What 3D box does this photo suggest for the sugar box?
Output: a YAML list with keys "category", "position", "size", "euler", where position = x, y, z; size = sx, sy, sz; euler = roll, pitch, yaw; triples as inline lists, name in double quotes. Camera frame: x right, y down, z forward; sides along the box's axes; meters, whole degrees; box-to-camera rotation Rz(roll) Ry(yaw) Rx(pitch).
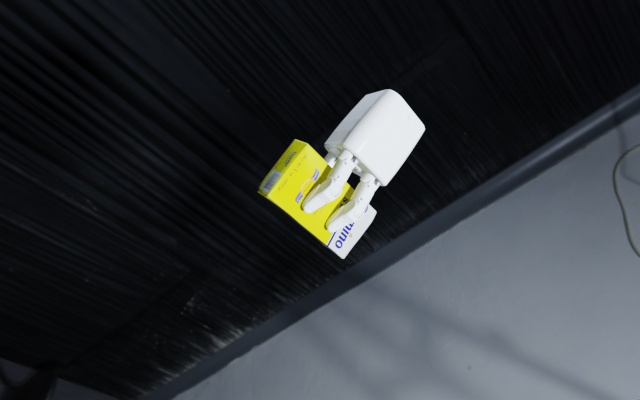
- category: "sugar box"
  position: [0.000, 0.002, 0.701]
  size: [0.176, 0.093, 0.048]
  euler: [41, -7, -33]
